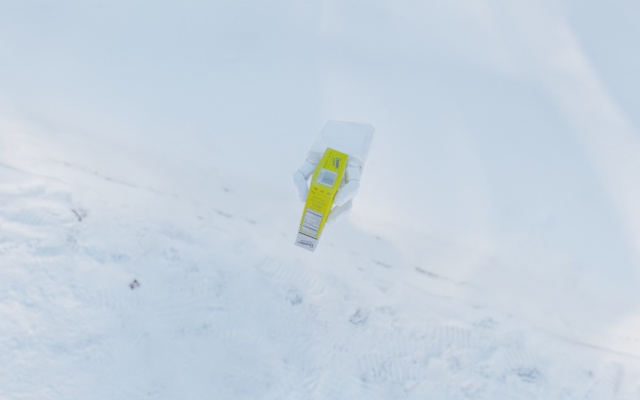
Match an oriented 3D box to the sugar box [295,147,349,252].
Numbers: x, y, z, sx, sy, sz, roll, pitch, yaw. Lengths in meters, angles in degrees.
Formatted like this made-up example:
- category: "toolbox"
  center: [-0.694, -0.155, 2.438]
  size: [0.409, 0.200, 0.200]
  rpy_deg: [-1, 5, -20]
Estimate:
- category: "sugar box"
  center: [0.001, 0.003, 0.841]
  size: [0.048, 0.093, 0.176]
  rpy_deg: [20, -41, 6]
